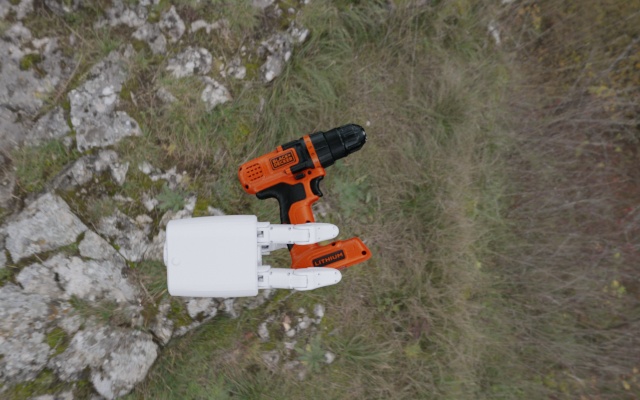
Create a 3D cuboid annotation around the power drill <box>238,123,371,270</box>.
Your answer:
[{"bbox_3d":[0.000,0.003,0.643,0.184,0.187,0.057,-22,-13,3],"label":"power drill"}]
